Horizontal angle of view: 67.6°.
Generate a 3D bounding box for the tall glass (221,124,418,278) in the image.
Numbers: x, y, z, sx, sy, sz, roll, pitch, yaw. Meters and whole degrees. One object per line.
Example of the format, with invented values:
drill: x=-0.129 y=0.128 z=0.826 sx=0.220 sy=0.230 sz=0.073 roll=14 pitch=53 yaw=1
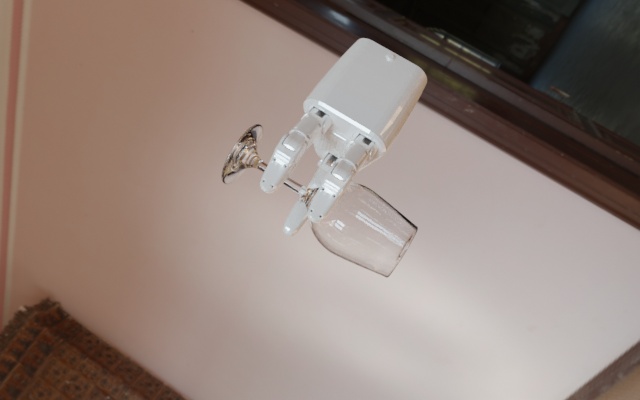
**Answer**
tall glass: x=-0.001 y=0.001 z=0.502 sx=0.201 sy=0.079 sz=0.079 roll=32 pitch=4 yaw=7
